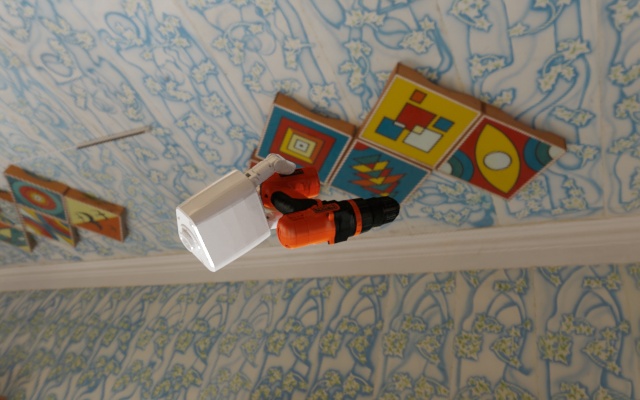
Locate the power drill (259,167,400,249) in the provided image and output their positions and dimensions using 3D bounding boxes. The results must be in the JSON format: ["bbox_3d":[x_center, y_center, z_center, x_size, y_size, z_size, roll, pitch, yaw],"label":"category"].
[{"bbox_3d":[0.000,0.002,0.716,0.184,0.057,0.187,-10,23,-23],"label":"power drill"}]
